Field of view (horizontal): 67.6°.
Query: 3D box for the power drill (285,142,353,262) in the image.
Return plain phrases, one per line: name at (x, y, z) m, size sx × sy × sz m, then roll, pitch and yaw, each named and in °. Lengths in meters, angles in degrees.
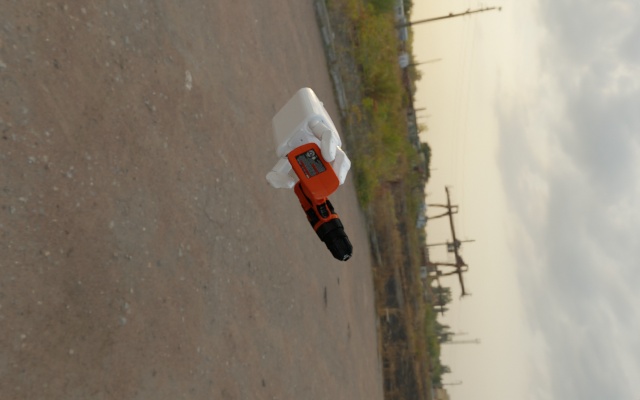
power drill at (0.000, 0.002, 0.835) m, size 0.057 × 0.184 × 0.188 m, roll -27°, pitch -27°, yaw -12°
